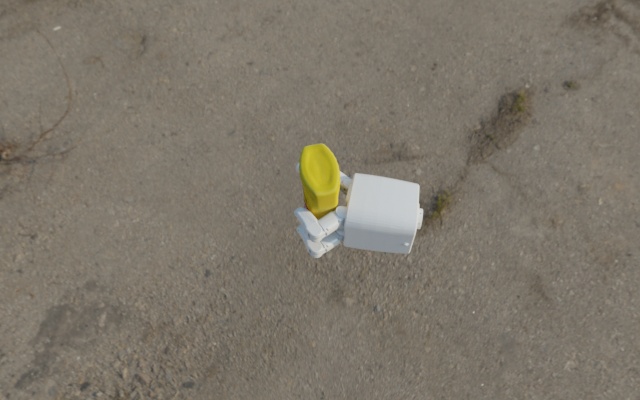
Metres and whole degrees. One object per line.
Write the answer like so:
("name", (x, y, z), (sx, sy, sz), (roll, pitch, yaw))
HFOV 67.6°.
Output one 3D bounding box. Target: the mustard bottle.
("mustard bottle", (0.000, 0.002, 0.769), (0.058, 0.096, 0.192), (-13, -32, -7))
